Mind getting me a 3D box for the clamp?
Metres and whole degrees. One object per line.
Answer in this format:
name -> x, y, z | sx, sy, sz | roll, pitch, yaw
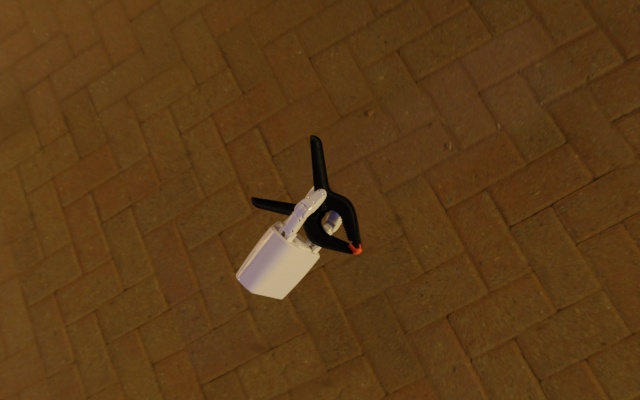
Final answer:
clamp -> 0.000, 0.003, 0.803 | 0.210, 0.164, 0.036 | 41, 9, 17
